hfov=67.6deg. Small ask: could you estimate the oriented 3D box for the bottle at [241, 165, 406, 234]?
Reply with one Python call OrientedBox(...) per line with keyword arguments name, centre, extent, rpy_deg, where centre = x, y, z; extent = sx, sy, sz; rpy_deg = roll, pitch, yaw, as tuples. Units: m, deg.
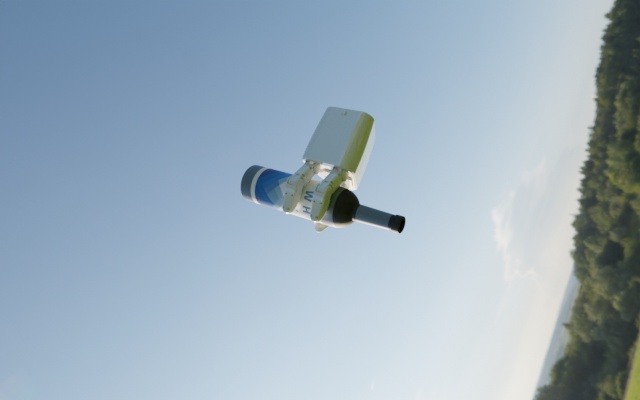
OrientedBox(name="bottle", centre=(0.000, 0.003, 0.793), extent=(0.295, 0.069, 0.069), rpy_deg=(16, 8, 30))
